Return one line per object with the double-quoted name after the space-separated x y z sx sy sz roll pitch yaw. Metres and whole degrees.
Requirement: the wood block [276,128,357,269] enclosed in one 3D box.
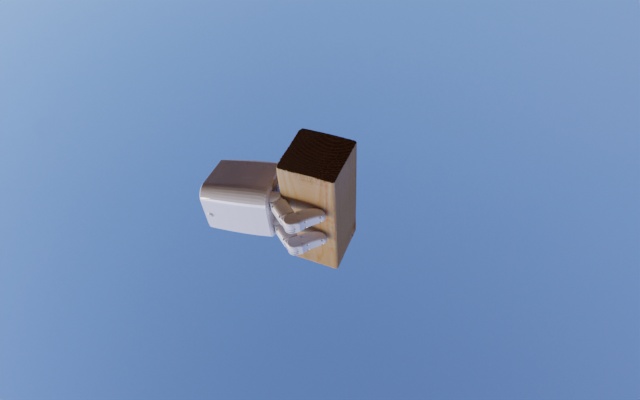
0.000 0.002 0.739 0.090 0.090 0.206 16 -38 16 "wood block"
